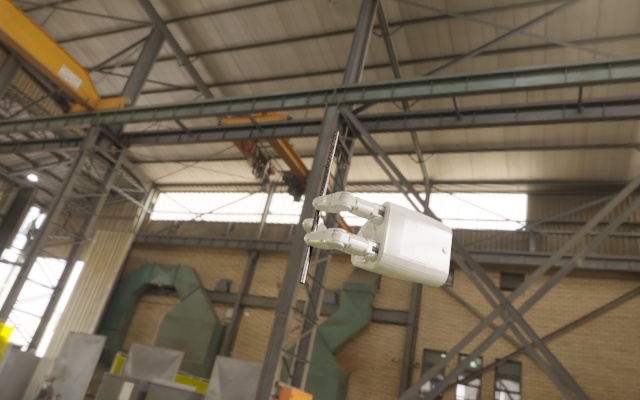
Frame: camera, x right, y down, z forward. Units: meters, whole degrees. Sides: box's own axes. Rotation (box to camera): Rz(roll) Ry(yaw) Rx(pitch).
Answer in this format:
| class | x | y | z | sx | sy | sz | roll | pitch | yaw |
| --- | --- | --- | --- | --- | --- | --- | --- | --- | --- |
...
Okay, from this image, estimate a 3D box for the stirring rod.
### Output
| class | x | y | z | sx | sy | sz | roll | pitch | yaw |
| --- | --- | --- | --- | --- | --- | --- | --- | --- | --- |
| stirring rod | 0.000 | 0.002 | 0.677 | 0.011 | 0.239 | 0.011 | 11 | -25 | 5 |
